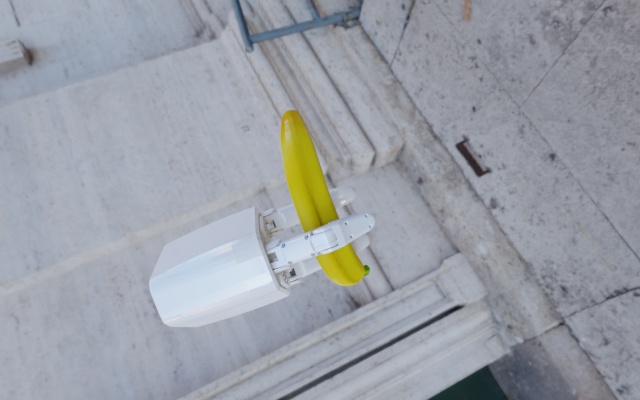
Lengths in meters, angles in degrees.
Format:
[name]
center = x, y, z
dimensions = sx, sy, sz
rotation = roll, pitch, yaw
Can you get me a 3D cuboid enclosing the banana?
[banana]
center = 0.000, 0.012, 0.459
dimensions = 0.037, 0.198, 0.069
rotation = -19, 22, 11
